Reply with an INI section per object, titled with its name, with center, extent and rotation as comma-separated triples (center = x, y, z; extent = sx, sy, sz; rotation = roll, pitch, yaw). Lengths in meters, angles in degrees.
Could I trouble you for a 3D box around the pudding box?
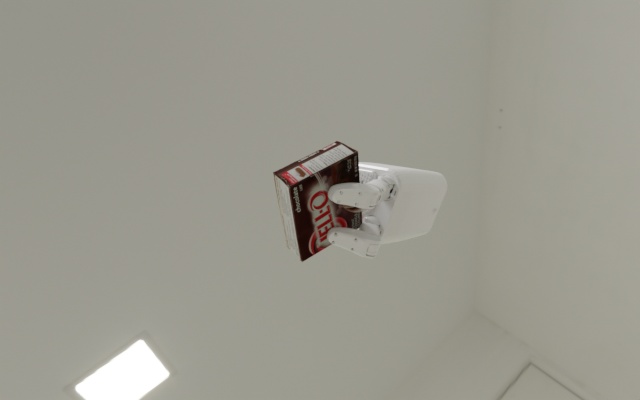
[pudding box]
center = 0.000, 0.002, 0.532
extent = 0.090, 0.114, 0.039
rotation = -30, 43, -24
